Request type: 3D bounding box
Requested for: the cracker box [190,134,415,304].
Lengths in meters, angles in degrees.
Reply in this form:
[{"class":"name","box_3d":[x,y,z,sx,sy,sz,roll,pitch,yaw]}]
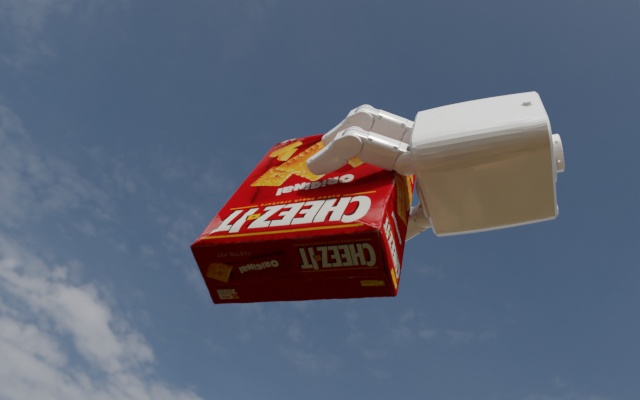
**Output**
[{"class":"cracker box","box_3d":[0.000,0.002,0.461,0.164,0.072,0.213,-7,27,20]}]
